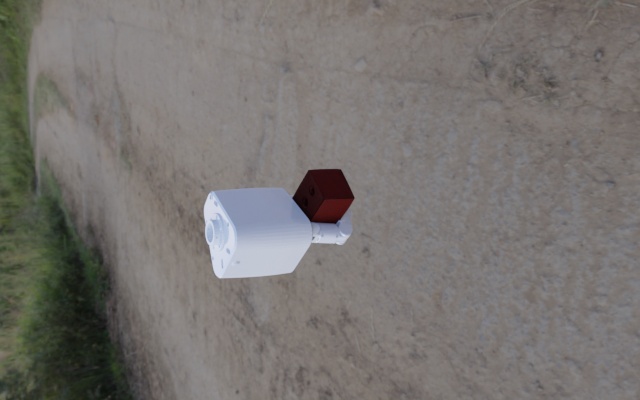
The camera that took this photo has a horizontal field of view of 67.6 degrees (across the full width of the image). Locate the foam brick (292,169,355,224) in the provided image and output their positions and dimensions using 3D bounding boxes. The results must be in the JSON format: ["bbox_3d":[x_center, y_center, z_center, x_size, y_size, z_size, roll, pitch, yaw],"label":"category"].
[{"bbox_3d":[0.000,0.002,0.641,0.051,0.053,0.078,-1,-40,-33],"label":"foam brick"}]
